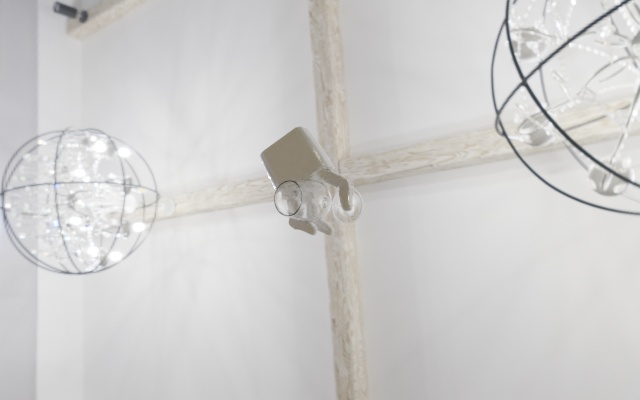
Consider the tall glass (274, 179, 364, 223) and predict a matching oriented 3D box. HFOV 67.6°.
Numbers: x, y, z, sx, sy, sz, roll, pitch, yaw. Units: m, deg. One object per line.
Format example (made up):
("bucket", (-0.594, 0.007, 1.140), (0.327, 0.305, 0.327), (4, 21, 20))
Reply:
("tall glass", (0.001, 0.003, 0.893), (0.079, 0.079, 0.201), (0, -4, 34))
